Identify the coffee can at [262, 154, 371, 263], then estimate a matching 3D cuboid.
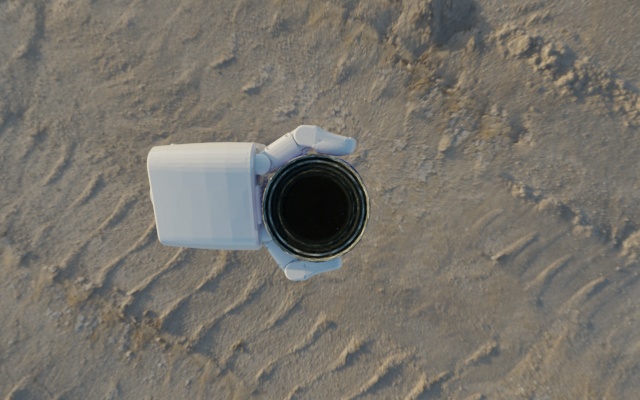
[{"bbox_3d":[0.000,0.002,0.514,0.103,0.103,0.140,0,5,4],"label":"coffee can"}]
